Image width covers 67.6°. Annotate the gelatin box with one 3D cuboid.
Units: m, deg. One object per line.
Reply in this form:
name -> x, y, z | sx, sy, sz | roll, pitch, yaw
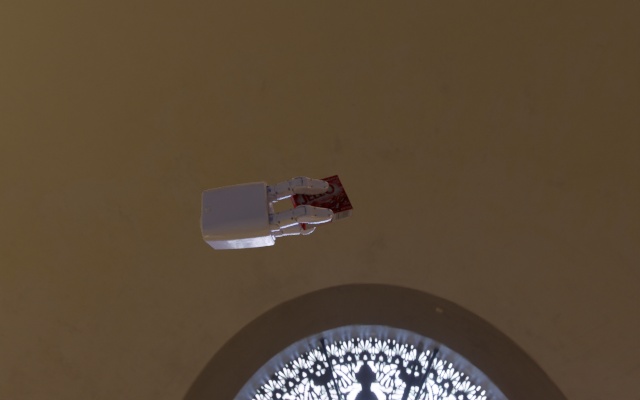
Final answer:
gelatin box -> 0.000, 0.003, 0.797 | 0.089, 0.073, 0.030 | -16, -32, -13
